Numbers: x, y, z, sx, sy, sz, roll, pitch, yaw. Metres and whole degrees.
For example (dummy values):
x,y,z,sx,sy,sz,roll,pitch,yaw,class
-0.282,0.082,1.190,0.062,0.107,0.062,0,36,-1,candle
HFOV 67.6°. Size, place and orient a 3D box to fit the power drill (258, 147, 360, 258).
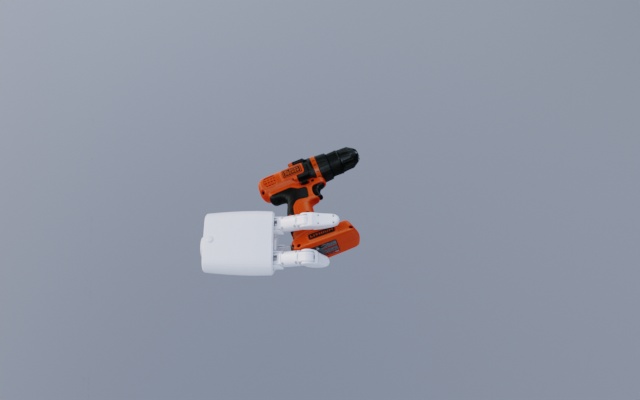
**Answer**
x,y,z,sx,sy,sz,roll,pitch,yaw,class
0.000,0.003,0.791,0.184,0.187,0.057,-23,-40,2,power drill
